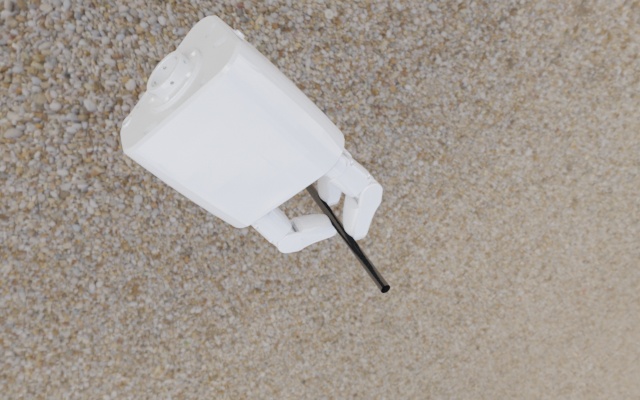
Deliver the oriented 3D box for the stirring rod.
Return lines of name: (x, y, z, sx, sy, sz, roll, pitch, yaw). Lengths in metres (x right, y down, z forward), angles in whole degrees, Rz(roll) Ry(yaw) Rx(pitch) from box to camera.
stirring rod: (0.000, 0.001, 0.442, 0.011, 0.011, 0.239, 0, 32, -28)
